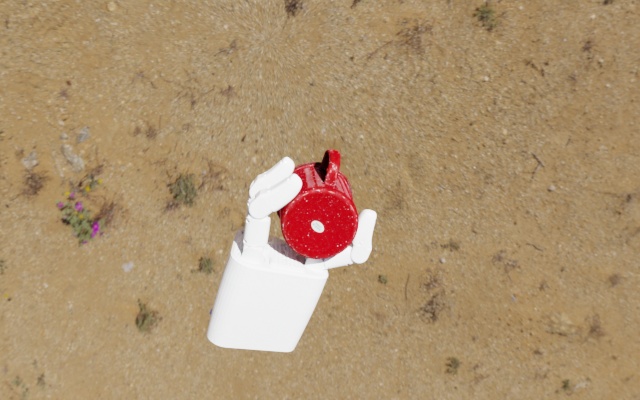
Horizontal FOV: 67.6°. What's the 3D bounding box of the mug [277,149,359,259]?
[{"bbox_3d":[0.001,0.000,0.521,0.093,0.117,0.081,16,17,-11],"label":"mug"}]
